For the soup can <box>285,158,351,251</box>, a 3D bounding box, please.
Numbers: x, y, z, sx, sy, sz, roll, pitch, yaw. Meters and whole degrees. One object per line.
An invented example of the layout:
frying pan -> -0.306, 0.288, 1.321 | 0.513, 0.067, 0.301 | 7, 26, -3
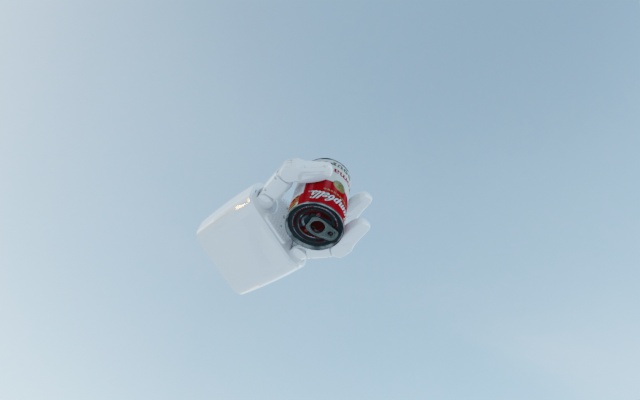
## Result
soup can -> 0.000, 0.001, 0.576 | 0.068, 0.068, 0.102 | 0, 35, 10
